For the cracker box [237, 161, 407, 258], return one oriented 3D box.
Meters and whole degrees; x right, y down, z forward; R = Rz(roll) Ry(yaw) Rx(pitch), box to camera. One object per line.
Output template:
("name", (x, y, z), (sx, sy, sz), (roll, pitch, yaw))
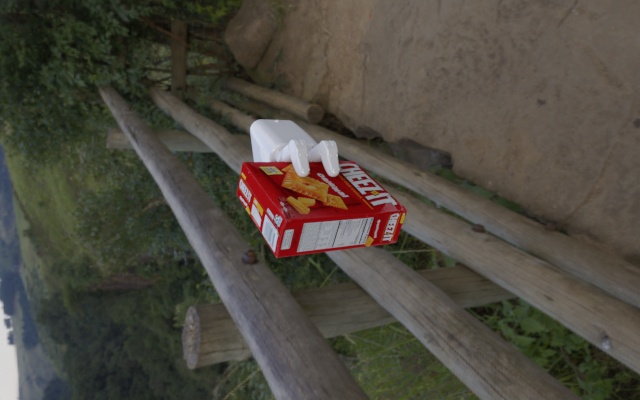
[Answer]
("cracker box", (0.000, 0.003, 0.743), (0.213, 0.072, 0.164), (-4, 35, -31))
